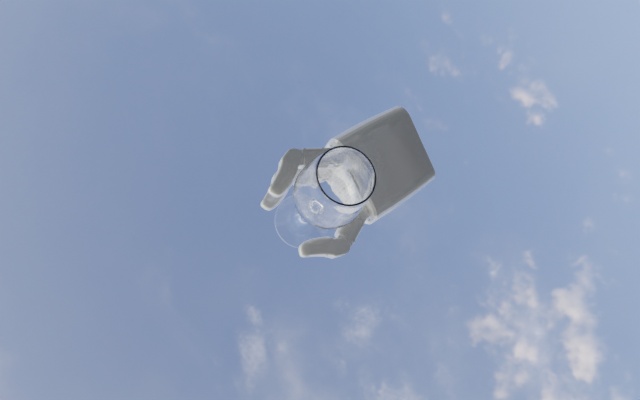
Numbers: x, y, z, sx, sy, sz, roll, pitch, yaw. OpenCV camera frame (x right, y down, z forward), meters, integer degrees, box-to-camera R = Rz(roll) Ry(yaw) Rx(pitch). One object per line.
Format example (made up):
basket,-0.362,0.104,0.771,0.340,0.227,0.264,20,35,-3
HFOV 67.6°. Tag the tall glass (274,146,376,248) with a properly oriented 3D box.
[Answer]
tall glass,0.000,0.002,0.551,0.079,0.079,0.201,0,-15,-15
